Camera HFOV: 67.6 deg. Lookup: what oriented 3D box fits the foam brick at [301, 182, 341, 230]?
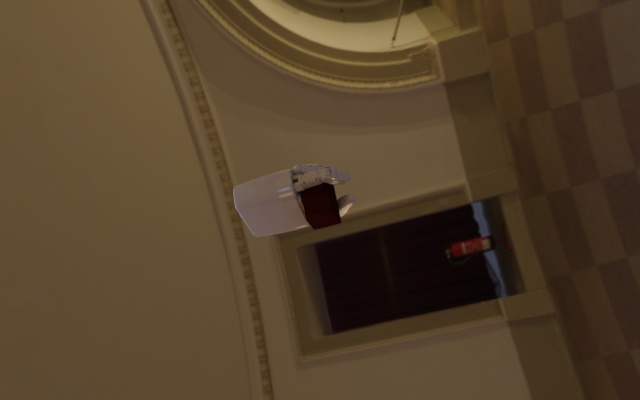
[{"bbox_3d":[0.000,0.003,0.816,0.051,0.078,0.053,-15,-26,8],"label":"foam brick"}]
